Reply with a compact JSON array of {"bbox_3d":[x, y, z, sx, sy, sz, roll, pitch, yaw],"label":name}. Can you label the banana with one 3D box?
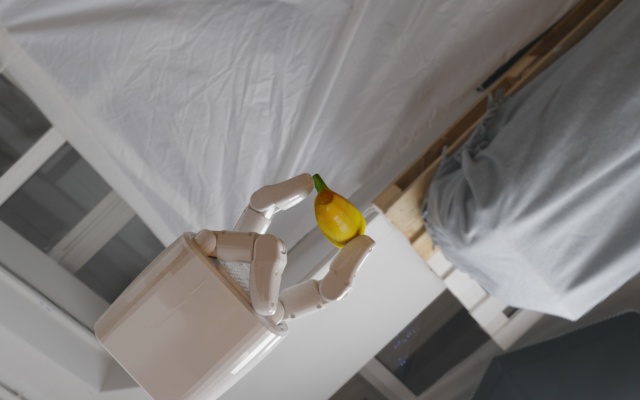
[{"bbox_3d":[0.013,0.014,0.437,0.037,0.069,0.198,-43,7,1],"label":"banana"}]
